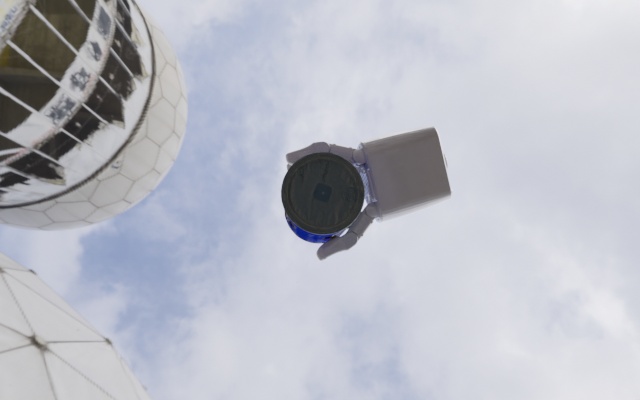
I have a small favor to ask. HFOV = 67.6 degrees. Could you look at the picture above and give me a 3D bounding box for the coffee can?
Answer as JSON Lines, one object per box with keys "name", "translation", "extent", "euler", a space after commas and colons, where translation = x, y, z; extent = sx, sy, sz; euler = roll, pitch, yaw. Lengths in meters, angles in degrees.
{"name": "coffee can", "translation": [0.000, 0.002, 0.647], "extent": [0.103, 0.103, 0.140], "euler": [0, -10, -3]}
